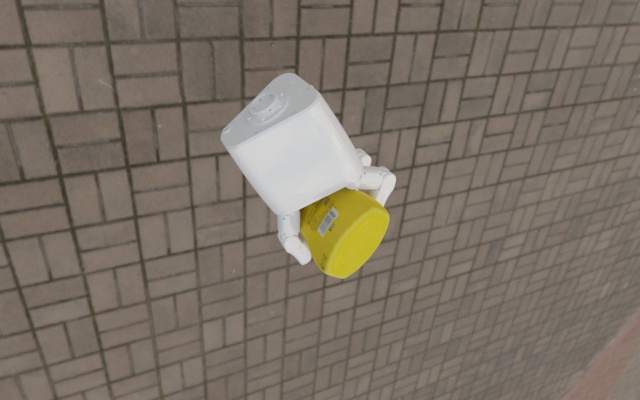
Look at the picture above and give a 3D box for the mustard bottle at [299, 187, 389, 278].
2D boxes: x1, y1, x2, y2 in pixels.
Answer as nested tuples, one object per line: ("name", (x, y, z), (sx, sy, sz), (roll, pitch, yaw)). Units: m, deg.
("mustard bottle", (0.000, 0.002, 0.586), (0.058, 0.096, 0.191), (23, 17, -38))
